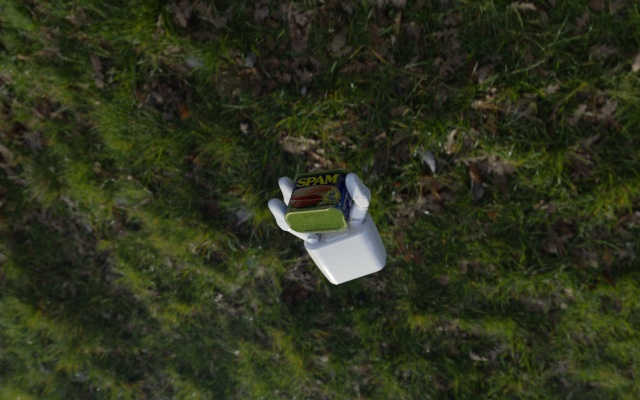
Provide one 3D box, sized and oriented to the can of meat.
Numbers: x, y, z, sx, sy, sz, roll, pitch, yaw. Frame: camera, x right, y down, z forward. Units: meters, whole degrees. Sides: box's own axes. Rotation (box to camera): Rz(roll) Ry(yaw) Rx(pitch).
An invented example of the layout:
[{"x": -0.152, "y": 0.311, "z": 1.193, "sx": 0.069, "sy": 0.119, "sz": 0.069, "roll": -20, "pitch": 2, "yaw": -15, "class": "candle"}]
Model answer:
[{"x": 0.000, "y": 0.003, "z": 0.739, "sx": 0.102, "sy": 0.084, "sz": 0.057, "roll": -6, "pitch": -46, "yaw": 22, "class": "can of meat"}]
